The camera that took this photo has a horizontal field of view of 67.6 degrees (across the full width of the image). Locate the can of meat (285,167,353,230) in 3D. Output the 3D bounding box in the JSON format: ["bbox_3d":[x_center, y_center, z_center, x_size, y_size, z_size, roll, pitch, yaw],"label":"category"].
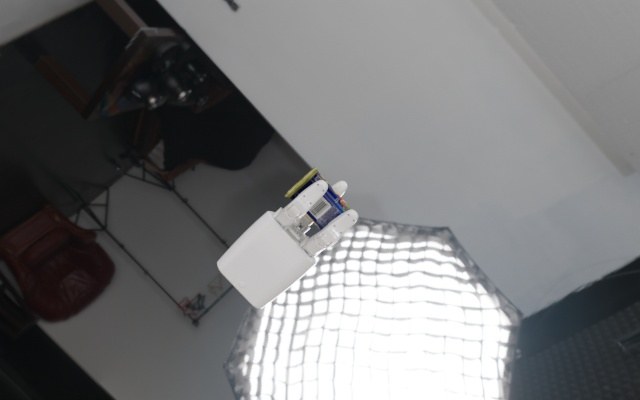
[{"bbox_3d":[0.000,0.002,0.673,0.057,0.084,0.102,-42,4,2],"label":"can of meat"}]
